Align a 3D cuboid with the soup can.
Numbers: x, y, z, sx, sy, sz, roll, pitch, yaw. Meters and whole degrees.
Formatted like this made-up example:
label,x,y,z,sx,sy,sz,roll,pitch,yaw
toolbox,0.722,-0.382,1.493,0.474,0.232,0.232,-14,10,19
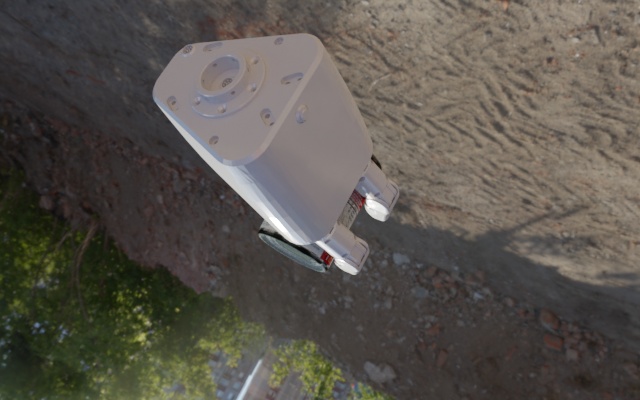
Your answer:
label,x,y,z,sx,sy,sz,roll,pitch,yaw
soup can,0.000,0.002,0.410,0.068,0.102,0.068,27,-15,8
